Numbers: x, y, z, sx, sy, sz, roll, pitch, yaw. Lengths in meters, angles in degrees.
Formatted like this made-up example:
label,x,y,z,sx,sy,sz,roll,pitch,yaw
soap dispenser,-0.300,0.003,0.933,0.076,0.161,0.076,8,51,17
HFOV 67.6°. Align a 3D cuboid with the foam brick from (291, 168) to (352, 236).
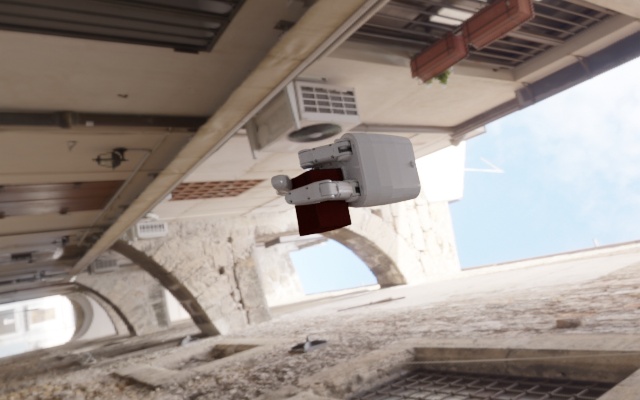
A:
label,x,y,z,sx,sy,sz,roll,pitch,yaw
foam brick,0.000,0.002,0.617,0.051,0.078,0.053,-4,-10,-35
